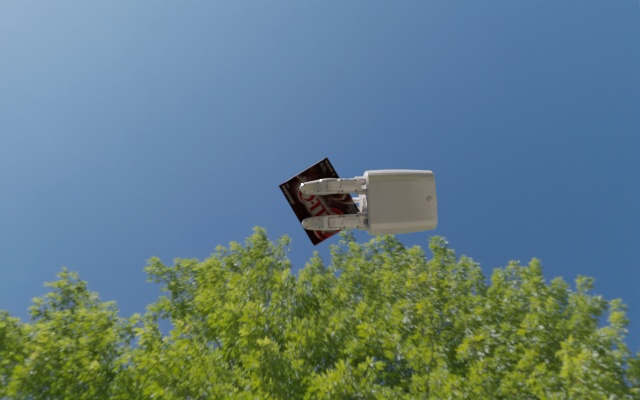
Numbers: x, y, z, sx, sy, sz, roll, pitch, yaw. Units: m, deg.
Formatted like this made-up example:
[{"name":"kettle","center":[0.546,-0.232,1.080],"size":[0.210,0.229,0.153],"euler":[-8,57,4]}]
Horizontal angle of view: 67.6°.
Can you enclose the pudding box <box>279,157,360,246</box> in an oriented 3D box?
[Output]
[{"name":"pudding box","center":[0.000,0.002,0.758],"size":[0.090,0.113,0.039],"euler":[-31,-3,-3]}]
